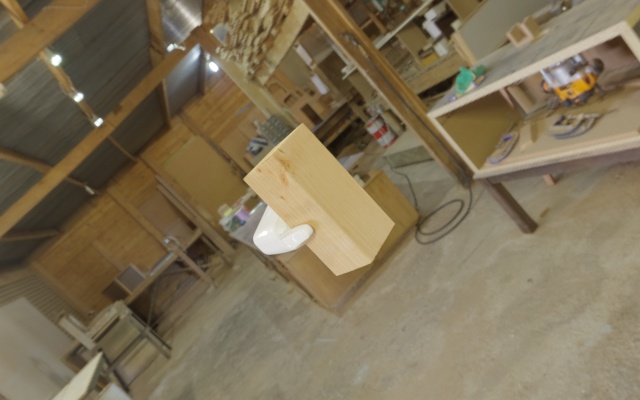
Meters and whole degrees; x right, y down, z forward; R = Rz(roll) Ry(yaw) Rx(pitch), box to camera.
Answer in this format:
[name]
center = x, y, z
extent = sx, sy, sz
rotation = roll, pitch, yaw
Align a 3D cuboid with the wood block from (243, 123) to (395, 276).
[wood block]
center = 0.000, 0.003, 0.711
extent = 0.090, 0.206, 0.090
rotation = -31, 16, 50
